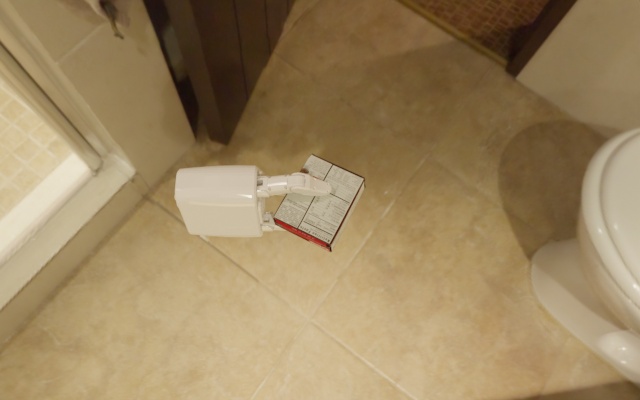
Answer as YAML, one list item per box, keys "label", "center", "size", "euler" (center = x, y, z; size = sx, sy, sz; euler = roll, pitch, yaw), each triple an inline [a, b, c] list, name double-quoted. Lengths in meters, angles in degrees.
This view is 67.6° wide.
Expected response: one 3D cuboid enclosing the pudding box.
- label: "pudding box"
  center: [0.000, 0.002, 0.661]
  size: [0.090, 0.113, 0.039]
  euler: [26, -16, 10]
